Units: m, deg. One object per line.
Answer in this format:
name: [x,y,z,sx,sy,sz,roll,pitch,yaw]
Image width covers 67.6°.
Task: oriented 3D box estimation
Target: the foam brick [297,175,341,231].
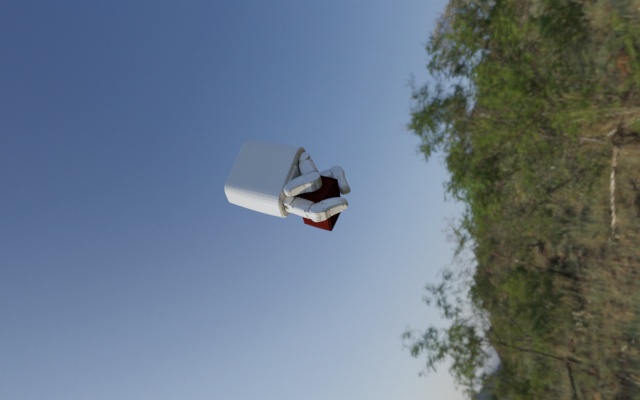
foam brick: [0.000,0.003,0.785,0.051,0.053,0.078,13,-39,21]
